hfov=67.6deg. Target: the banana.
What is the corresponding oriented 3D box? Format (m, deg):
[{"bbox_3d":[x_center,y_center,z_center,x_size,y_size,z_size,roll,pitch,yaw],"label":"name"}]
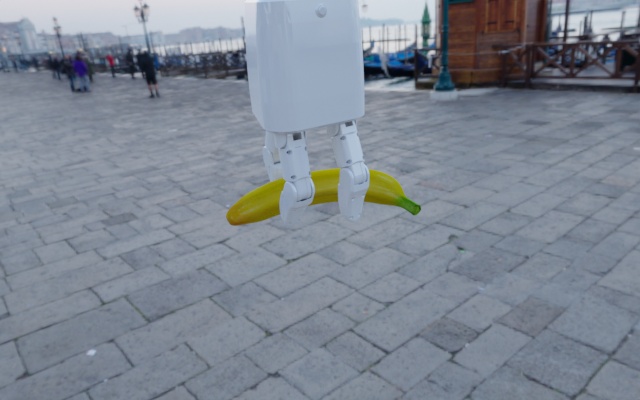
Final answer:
[{"bbox_3d":[0.001,-0.007,0.502,0.198,0.037,0.069,-5,27,-6],"label":"banana"}]
